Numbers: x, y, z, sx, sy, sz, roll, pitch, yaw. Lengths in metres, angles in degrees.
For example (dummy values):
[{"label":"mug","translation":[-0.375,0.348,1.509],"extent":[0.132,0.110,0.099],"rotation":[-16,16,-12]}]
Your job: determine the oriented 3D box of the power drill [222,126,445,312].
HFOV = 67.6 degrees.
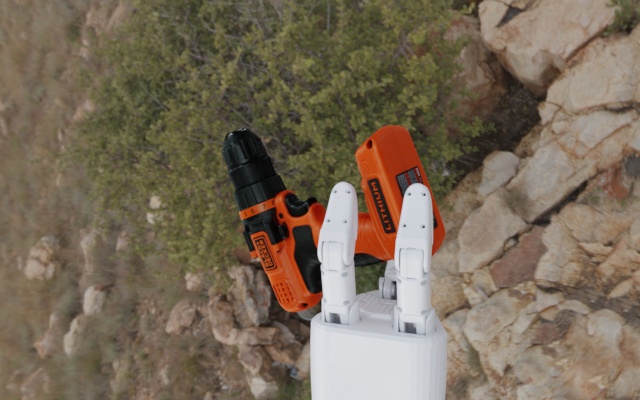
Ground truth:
[{"label":"power drill","translation":[0.000,0.002,0.416],"extent":[0.188,0.184,0.057],"rotation":[-19,5,43]}]
